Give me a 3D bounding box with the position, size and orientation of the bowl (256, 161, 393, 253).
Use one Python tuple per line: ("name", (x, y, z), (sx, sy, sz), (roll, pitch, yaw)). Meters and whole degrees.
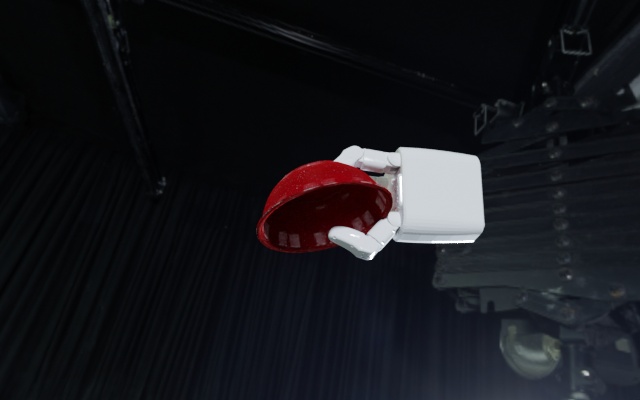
("bowl", (-0.001, 0.001, 0.561), (0.162, 0.055, 0.162), (-12, -28, -7))
